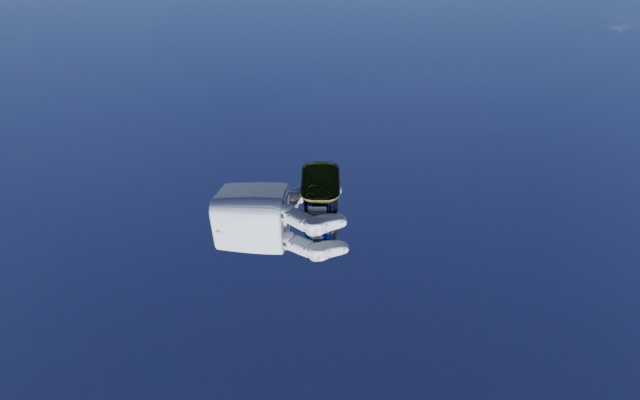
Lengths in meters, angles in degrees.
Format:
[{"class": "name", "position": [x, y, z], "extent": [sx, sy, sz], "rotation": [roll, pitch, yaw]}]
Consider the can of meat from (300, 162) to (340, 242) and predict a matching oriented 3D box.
[{"class": "can of meat", "position": [0.000, 0.003, 0.733], "extent": [0.057, 0.084, 0.102], "rotation": [0, 37, 0]}]
